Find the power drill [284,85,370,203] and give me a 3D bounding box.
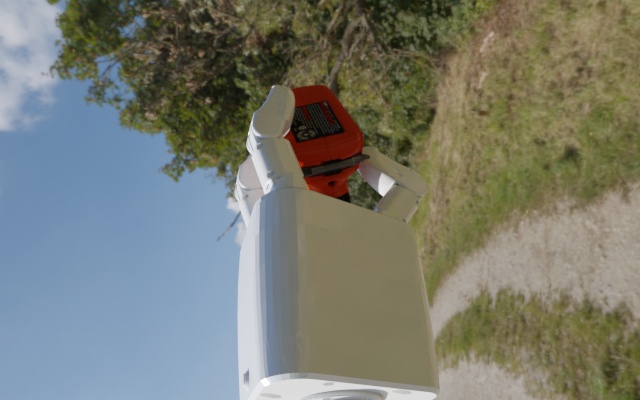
[{"bbox_3d":[0.000,0.001,0.415,0.057,0.188,0.184,-17,38,-8],"label":"power drill"}]
